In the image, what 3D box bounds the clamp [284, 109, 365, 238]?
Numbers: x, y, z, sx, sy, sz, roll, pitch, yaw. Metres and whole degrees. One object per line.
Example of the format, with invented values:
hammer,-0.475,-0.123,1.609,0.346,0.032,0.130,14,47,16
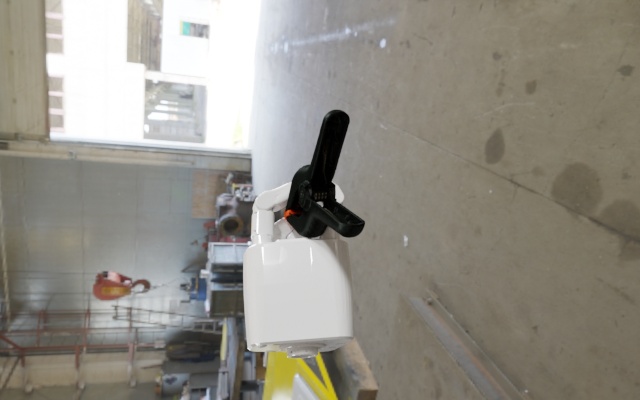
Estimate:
clamp,-0.001,0.002,0.489,0.039,0.120,0.171,3,-26,-16
